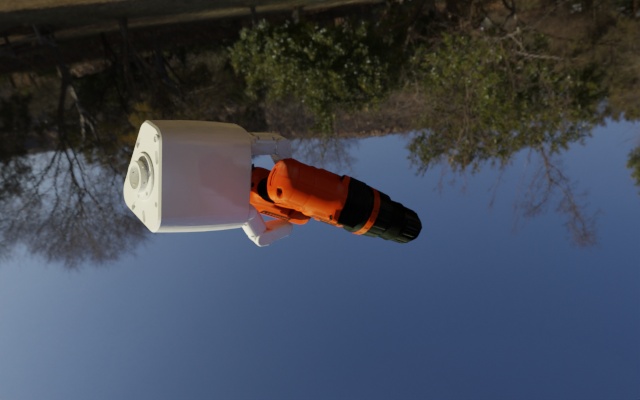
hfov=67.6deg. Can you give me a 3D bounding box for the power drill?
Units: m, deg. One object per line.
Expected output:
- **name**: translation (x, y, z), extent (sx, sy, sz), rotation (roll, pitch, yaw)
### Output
- **power drill**: translation (0.000, 0.002, 0.554), extent (0.184, 0.057, 0.187), rotation (22, -10, -27)
